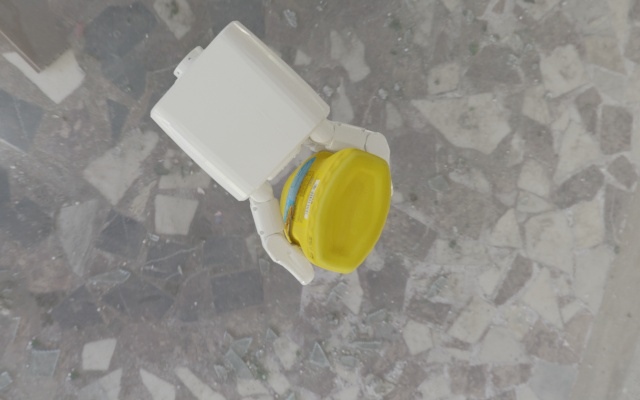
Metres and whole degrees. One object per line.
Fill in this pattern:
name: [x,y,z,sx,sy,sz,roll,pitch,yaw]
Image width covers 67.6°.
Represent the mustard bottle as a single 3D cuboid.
mustard bottle: [0.000,0.002,0.449,0.058,0.096,0.191,17,0,-16]
